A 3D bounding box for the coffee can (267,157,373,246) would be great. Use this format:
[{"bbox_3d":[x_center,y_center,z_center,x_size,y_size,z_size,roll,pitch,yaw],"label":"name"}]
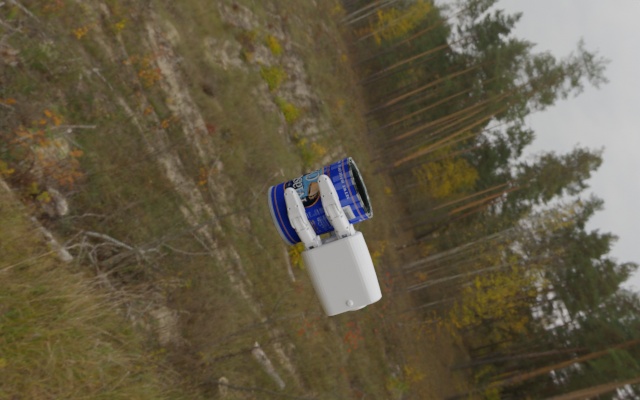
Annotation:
[{"bbox_3d":[0.000,0.002,0.765,0.140,0.103,0.103,-20,-5,13],"label":"coffee can"}]
